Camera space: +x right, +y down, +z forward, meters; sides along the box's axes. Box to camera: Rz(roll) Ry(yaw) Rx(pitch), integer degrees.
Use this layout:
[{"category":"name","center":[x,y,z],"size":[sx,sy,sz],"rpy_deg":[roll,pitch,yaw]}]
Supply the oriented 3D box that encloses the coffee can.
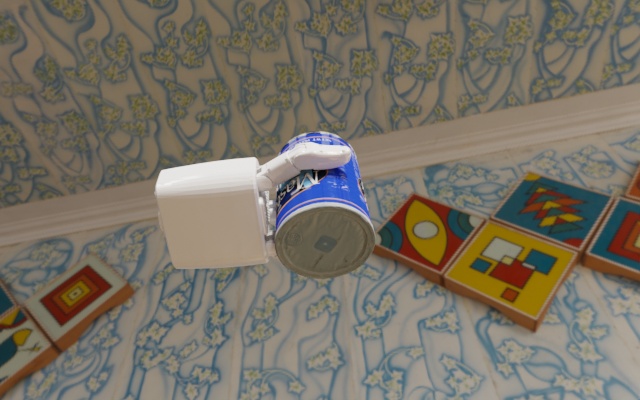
[{"category":"coffee can","center":[0.000,0.002,0.538],"size":[0.103,0.103,0.140],"rpy_deg":[0,39,-5]}]
